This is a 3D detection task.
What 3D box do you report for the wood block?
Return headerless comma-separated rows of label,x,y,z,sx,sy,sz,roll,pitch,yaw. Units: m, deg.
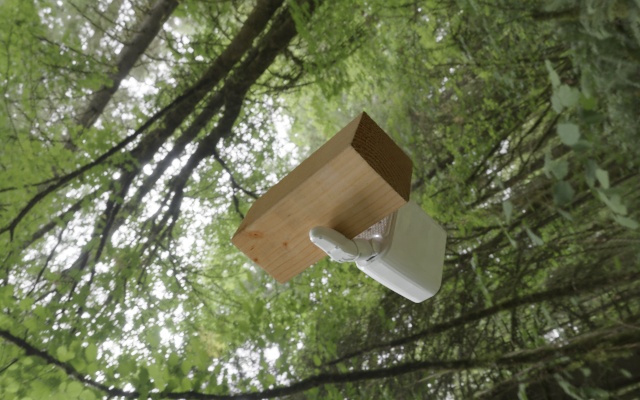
wood block,0.000,0.002,0.571,0.206,0.090,0.090,-37,19,31
